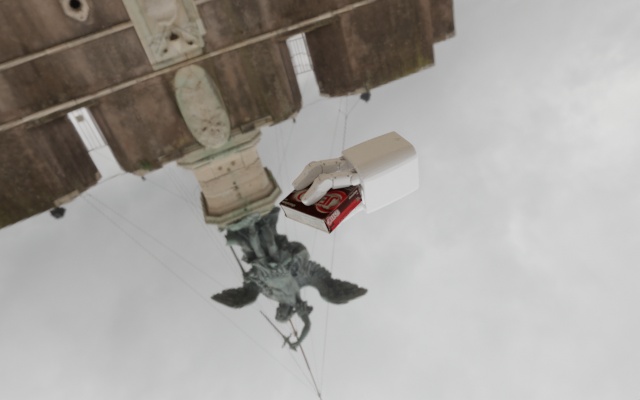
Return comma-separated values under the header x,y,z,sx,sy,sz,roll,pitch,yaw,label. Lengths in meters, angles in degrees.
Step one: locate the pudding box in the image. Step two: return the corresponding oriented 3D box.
x,y,z,sx,sy,sz,roll,pitch,yaw,label
0.000,0.003,0.809,0.113,0.039,0.090,16,49,44,pudding box
